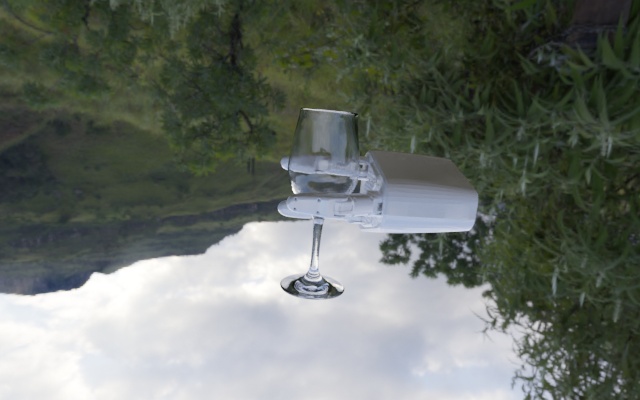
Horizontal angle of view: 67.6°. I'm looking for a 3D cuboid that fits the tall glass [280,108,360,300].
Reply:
[{"bbox_3d":[0.000,0.002,0.526,0.079,0.201,0.079,5,12,-1],"label":"tall glass"}]
